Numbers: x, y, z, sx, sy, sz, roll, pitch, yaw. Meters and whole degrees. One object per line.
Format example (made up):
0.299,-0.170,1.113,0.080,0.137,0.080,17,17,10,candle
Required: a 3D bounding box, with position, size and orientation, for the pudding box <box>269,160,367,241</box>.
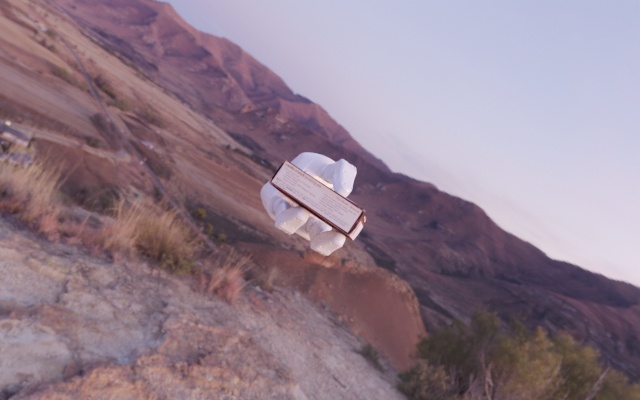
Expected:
0.000,0.002,0.574,0.113,0.039,0.090,31,-2,10,pudding box
